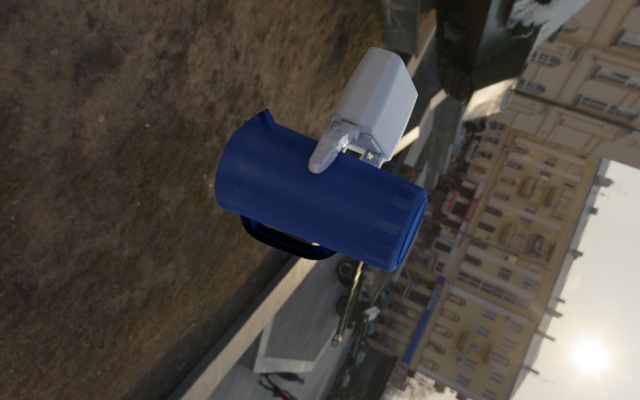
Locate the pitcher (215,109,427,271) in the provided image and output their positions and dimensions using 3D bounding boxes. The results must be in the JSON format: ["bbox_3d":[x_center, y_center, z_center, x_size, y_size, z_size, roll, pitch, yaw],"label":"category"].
[{"bbox_3d":[0.000,0.002,0.603,0.243,0.145,0.149,23,-12,16],"label":"pitcher"}]
